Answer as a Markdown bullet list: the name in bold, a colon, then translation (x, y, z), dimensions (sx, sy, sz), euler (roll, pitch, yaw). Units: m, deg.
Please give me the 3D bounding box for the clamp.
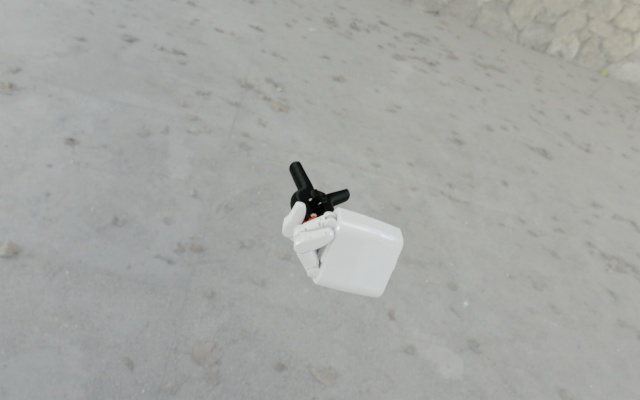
- **clamp**: translation (0.000, 0.002, 0.798), dimensions (0.120, 0.039, 0.171), euler (19, 34, -14)
